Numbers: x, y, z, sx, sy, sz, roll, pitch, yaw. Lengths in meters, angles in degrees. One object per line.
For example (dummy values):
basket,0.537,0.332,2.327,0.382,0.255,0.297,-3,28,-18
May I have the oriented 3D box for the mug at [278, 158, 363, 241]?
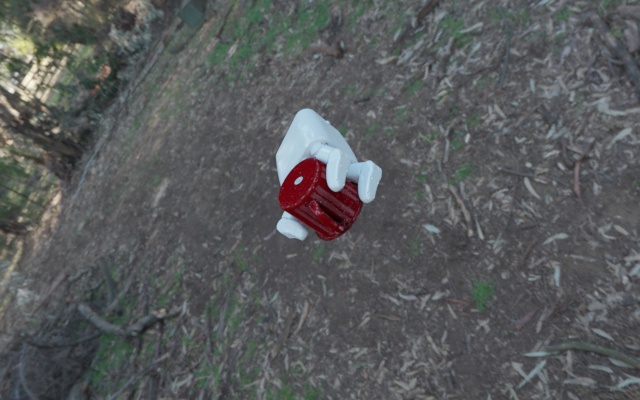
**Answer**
mug,0.000,0.003,0.635,0.081,0.093,0.117,35,20,-31
